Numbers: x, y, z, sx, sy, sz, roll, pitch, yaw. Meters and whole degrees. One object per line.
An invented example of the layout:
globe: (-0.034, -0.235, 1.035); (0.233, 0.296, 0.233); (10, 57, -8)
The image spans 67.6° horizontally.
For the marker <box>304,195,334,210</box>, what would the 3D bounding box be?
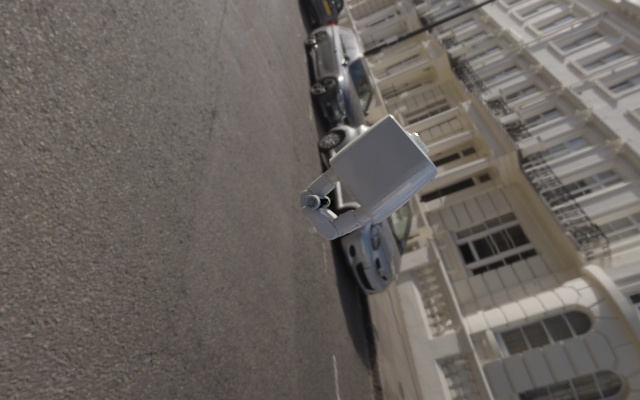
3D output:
marker: (0.000, 0.002, 0.659); (0.020, 0.020, 0.121); (0, 0, 12)
